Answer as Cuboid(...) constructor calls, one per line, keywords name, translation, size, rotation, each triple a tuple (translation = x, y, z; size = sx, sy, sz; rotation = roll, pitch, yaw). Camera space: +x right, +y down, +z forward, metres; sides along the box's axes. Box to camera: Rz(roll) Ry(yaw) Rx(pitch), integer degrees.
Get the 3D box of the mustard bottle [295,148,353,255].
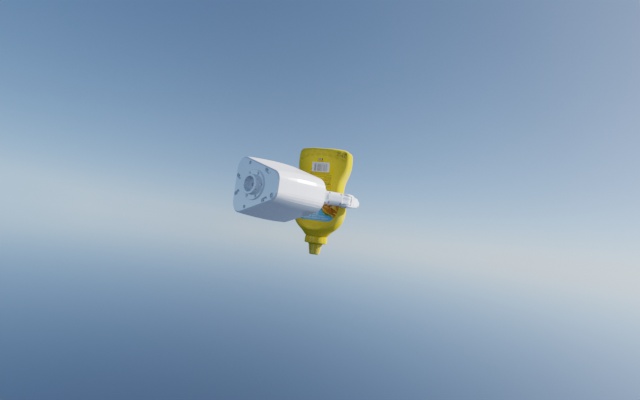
Cuboid(name="mustard bottle", translation=(0.000, 0.003, 0.870), size=(0.096, 0.191, 0.058), rotation=(6, -5, 18))
